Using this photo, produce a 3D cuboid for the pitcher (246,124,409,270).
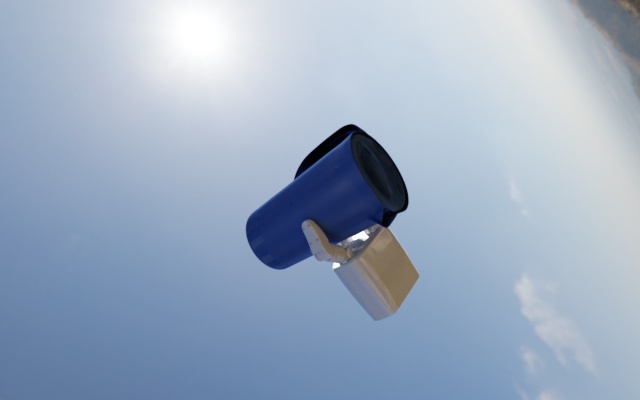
[{"bbox_3d":[0.000,0.003,0.734,0.243,0.145,0.149,-32,9,29],"label":"pitcher"}]
